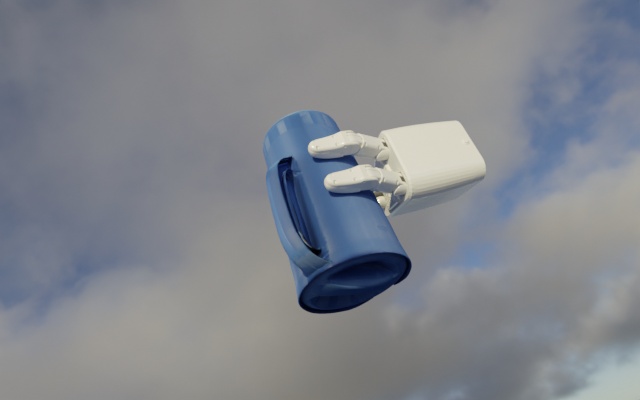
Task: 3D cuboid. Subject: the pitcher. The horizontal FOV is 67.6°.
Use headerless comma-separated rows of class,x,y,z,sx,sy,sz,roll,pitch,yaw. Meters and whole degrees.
pitcher,0.000,0.002,0.584,0.145,0.242,0.149,-11,-35,-14
